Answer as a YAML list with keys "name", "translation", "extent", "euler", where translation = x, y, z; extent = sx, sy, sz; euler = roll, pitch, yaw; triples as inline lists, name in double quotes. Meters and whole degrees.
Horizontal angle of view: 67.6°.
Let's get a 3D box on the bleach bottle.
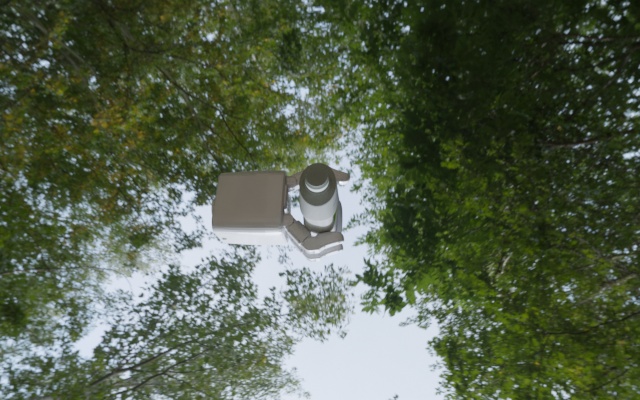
- name: "bleach bottle"
  translation: [0.000, 0.002, 0.724]
  extent: [0.068, 0.102, 0.251]
  euler: [0, -19, 2]
